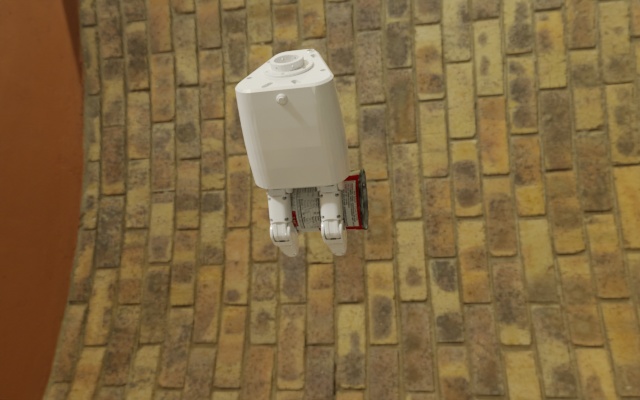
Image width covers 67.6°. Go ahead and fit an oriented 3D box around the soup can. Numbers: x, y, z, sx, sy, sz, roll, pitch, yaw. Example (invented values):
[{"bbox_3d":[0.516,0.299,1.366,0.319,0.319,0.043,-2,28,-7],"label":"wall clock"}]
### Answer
[{"bbox_3d":[0.000,0.002,0.537,0.102,0.068,0.068,-3,-1,10],"label":"soup can"}]
